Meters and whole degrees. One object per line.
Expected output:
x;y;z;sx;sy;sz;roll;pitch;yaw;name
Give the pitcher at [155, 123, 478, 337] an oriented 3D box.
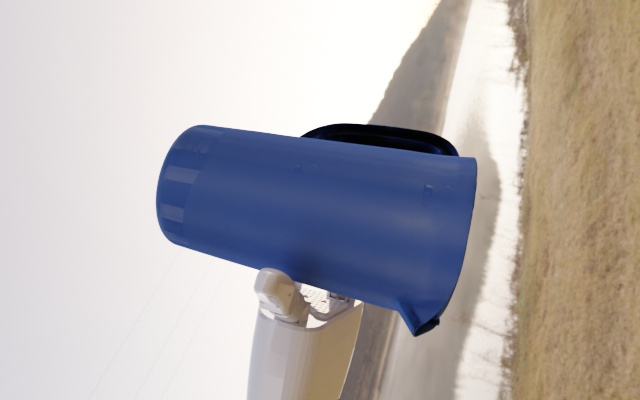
0.000;0.002;0.401;0.243;0.145;0.149;12;11;11;pitcher
